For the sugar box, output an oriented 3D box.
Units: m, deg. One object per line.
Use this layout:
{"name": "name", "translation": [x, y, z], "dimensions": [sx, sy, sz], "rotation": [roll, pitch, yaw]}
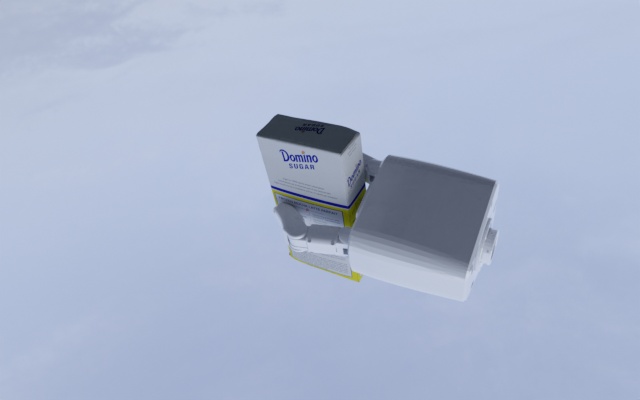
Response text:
{"name": "sugar box", "translation": [0.000, 0.001, 0.488], "dimensions": [0.093, 0.176, 0.048], "rotation": [16, 46, 26]}
